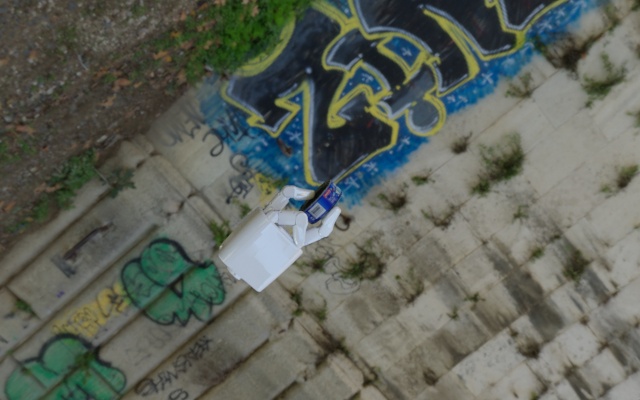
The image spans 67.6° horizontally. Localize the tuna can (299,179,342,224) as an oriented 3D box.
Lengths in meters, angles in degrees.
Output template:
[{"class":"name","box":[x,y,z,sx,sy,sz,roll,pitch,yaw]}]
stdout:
[{"class":"tuna can","box":[0.001,0.003,0.881,0.034,0.086,0.086,43,-9,-9]}]
